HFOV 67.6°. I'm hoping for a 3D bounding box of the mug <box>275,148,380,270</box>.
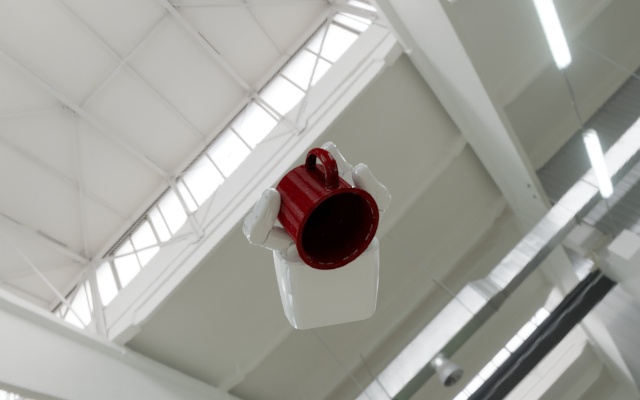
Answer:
[{"bbox_3d":[0.000,0.000,0.492,0.093,0.117,0.081,-17,34,-21],"label":"mug"}]
